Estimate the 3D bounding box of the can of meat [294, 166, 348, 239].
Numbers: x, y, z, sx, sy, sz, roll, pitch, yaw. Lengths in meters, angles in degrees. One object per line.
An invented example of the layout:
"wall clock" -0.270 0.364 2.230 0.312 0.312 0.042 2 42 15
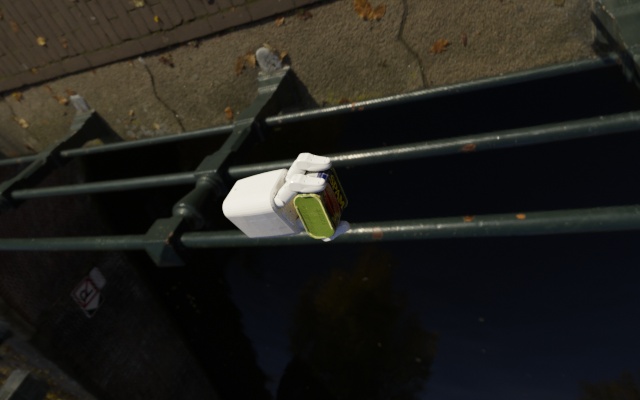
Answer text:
"can of meat" 0.000 0.003 0.817 0.057 0.102 0.084 -7 37 25
